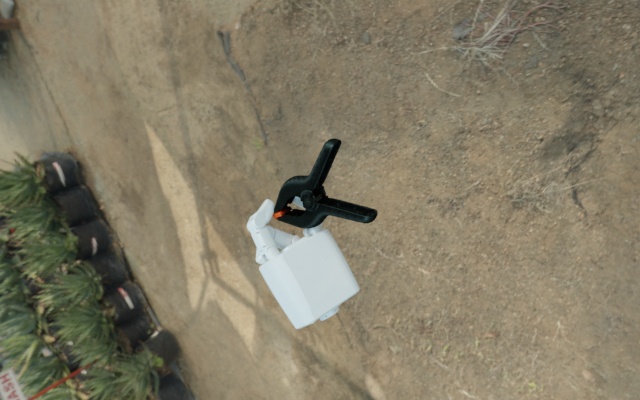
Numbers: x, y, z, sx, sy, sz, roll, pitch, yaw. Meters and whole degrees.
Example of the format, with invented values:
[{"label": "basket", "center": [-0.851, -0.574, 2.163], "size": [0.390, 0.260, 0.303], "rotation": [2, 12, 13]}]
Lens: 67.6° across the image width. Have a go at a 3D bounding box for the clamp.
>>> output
[{"label": "clamp", "center": [0.000, 0.002, 0.668], "size": [0.039, 0.120, 0.171], "rotation": [-24, -8, -45]}]
